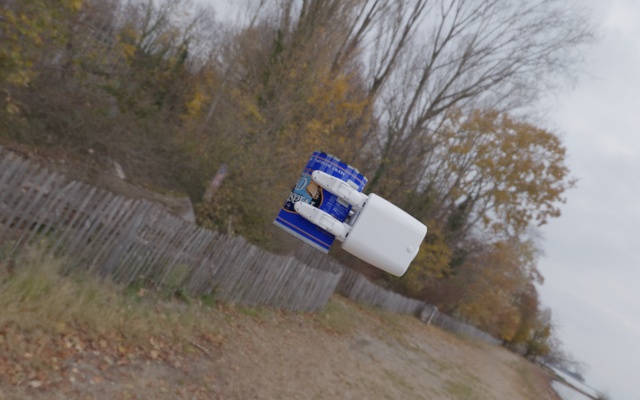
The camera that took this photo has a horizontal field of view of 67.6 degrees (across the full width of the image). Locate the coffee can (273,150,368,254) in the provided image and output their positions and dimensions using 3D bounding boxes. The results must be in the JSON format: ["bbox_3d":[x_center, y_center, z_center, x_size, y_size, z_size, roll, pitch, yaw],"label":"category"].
[{"bbox_3d":[0.000,0.003,0.789,0.103,0.140,0.103,29,-4,2],"label":"coffee can"}]
